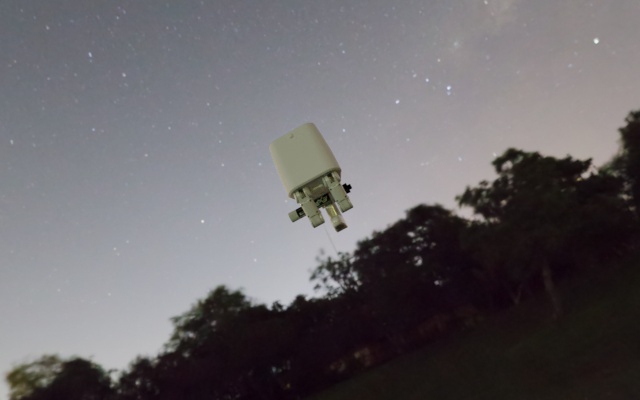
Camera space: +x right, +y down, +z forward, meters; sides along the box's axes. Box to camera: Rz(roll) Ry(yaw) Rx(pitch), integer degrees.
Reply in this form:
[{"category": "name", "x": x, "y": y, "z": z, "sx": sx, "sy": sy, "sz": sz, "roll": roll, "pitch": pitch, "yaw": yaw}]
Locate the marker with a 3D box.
[{"category": "marker", "x": 0.000, "y": 0.003, "z": 0.836, "sx": 0.121, "sy": 0.020, "sz": 0.020, "roll": -28, "pitch": -3, "yaw": 5}]
